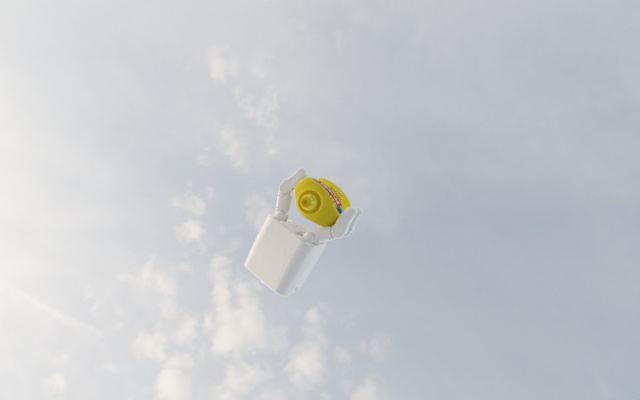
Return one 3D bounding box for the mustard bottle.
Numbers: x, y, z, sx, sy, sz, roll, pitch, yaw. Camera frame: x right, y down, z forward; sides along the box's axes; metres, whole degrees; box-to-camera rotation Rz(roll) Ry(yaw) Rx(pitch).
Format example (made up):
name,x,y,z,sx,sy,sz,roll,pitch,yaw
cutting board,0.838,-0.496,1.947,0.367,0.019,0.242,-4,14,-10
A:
name,x,y,z,sx,sy,sz,roll,pitch,yaw
mustard bottle,0.000,0.002,0.836,0.058,0.096,0.191,-37,-8,12
